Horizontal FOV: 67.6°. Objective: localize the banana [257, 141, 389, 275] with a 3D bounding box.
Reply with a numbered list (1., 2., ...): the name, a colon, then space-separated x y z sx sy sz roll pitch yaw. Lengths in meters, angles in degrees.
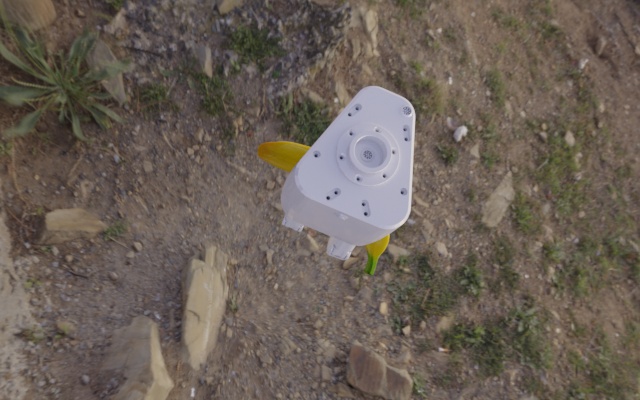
1. banana: 0.016 -0.008 0.544 0.069 0.198 0.037 -42 -1 -9
